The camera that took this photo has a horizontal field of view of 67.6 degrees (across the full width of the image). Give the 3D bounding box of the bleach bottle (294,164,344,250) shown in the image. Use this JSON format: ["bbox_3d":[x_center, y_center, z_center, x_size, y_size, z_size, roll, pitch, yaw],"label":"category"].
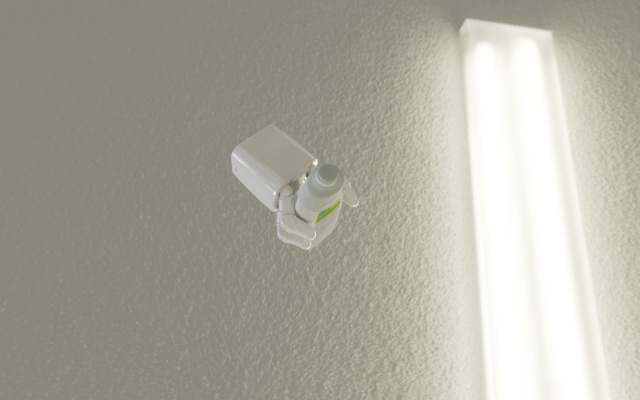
[{"bbox_3d":[0.000,0.003,0.794,0.102,0.068,0.251,-43,-11,-21],"label":"bleach bottle"}]
